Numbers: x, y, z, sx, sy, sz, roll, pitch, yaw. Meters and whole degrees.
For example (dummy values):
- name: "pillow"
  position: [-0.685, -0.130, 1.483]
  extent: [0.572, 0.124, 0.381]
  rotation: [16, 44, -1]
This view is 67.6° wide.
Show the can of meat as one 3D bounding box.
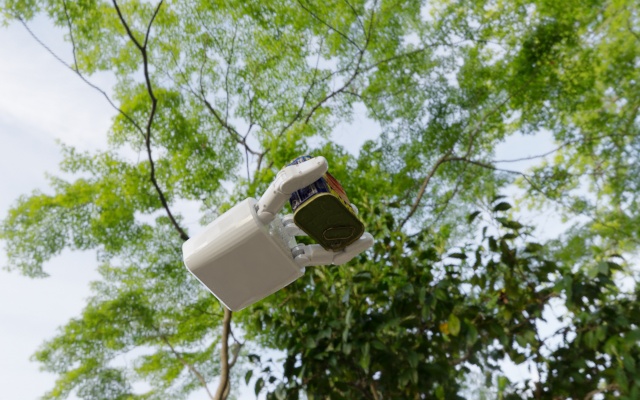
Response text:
- name: "can of meat"
  position: [0.000, 0.002, 0.589]
  extent: [0.057, 0.084, 0.102]
  rotation: [-36, -45, 12]
